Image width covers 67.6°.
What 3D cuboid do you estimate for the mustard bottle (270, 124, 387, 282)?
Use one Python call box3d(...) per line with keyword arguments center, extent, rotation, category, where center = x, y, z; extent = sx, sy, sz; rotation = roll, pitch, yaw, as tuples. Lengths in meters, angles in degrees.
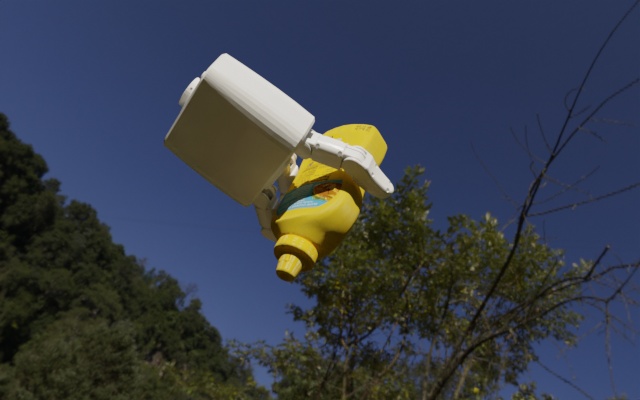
box3d(center=(0.000, 0.002, 0.489), extent=(0.096, 0.058, 0.191), rotation=(-12, 37, 37), category="mustard bottle")
